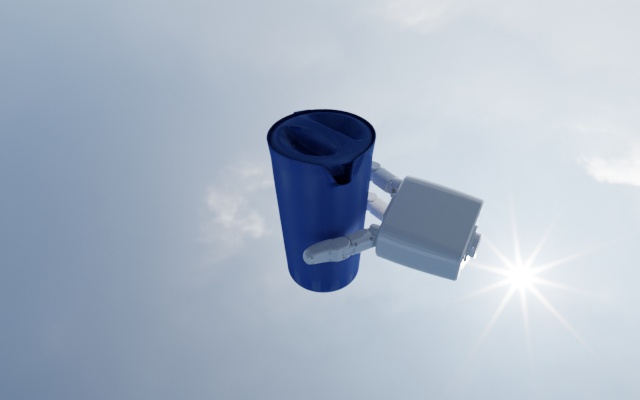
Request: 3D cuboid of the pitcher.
[{"bbox_3d":[0.000,0.002,0.658,0.145,0.243,0.149,16,41,20],"label":"pitcher"}]
